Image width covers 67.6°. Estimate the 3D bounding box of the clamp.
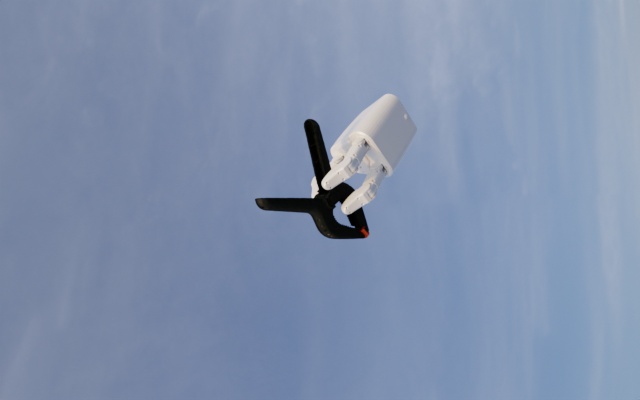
[{"bbox_3d":[0.000,0.003,0.742,0.036,0.164,0.210,0,-44,51],"label":"clamp"}]
